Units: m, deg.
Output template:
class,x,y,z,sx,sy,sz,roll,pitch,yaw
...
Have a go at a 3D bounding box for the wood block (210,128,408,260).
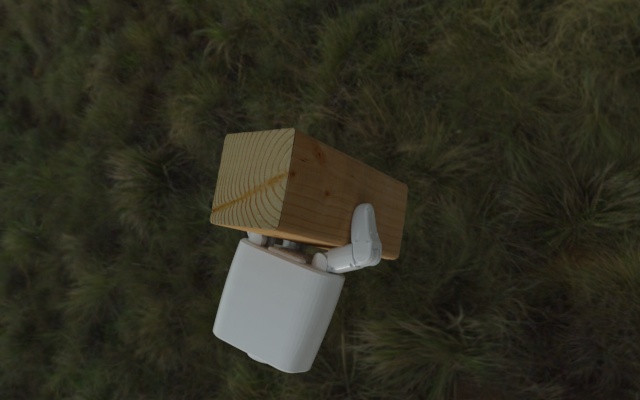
class,x,y,z,sx,sy,sz,roll,pitch,yaw
wood block,0.000,0.002,0.501,0.091,0.090,0.206,3,-10,38
